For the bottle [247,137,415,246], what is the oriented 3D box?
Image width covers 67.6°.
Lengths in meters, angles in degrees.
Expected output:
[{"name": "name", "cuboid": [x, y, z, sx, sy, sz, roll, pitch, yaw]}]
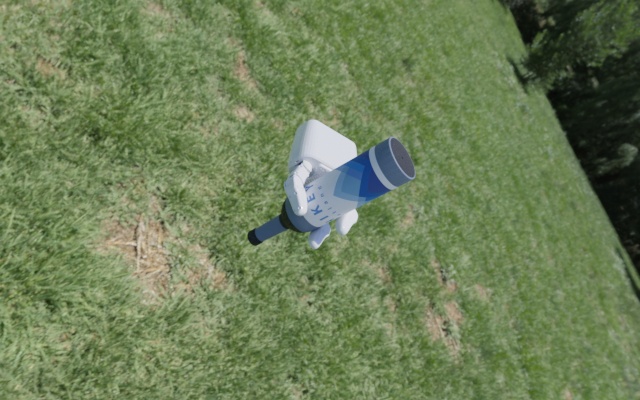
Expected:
[{"name": "bottle", "cuboid": [0.000, 0.002, 0.729, 0.296, 0.069, 0.069, -28, -15, 29]}]
